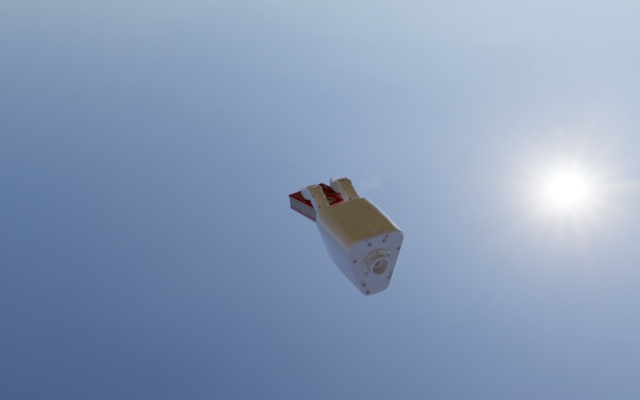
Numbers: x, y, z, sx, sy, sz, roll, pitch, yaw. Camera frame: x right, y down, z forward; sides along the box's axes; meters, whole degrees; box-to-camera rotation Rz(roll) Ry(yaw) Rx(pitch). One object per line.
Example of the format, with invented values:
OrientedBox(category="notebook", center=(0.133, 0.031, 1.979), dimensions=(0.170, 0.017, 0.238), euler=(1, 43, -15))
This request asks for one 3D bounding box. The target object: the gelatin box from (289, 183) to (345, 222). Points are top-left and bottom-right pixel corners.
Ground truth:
OrientedBox(category="gelatin box", center=(0.000, 0.003, 0.818), dimensions=(0.073, 0.030, 0.089), euler=(-22, 29, -31))
